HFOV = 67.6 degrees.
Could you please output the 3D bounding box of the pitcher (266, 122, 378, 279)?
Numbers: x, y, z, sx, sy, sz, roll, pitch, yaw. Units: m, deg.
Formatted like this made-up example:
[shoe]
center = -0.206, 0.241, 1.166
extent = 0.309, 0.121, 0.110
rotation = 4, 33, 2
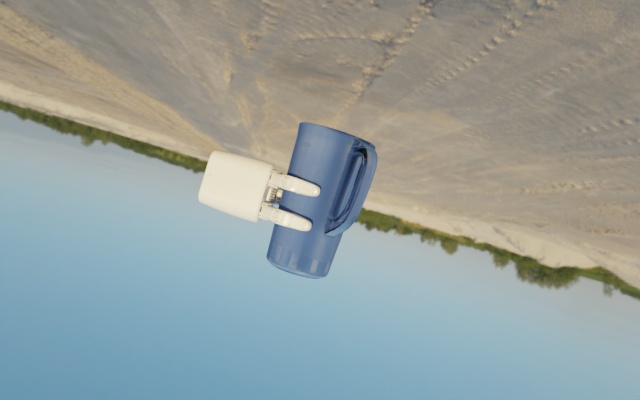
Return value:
[pitcher]
center = 0.000, 0.003, 0.786
extent = 0.145, 0.243, 0.149
rotation = 17, 1, 6
